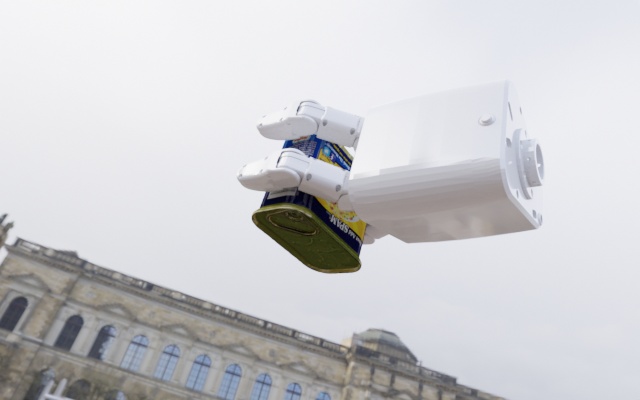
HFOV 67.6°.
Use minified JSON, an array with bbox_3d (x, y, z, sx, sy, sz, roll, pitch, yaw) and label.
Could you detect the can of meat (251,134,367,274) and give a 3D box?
[{"bbox_3d":[0.000,0.001,0.404,0.057,0.084,0.102,-10,-40,37],"label":"can of meat"}]
